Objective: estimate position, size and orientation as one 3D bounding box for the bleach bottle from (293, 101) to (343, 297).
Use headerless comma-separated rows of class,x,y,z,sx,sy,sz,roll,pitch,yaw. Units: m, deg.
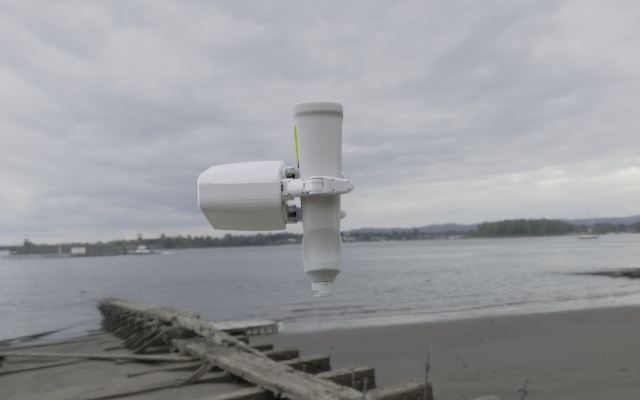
bleach bottle,0.000,0.002,0.642,0.068,0.251,0.102,-2,-5,-1
